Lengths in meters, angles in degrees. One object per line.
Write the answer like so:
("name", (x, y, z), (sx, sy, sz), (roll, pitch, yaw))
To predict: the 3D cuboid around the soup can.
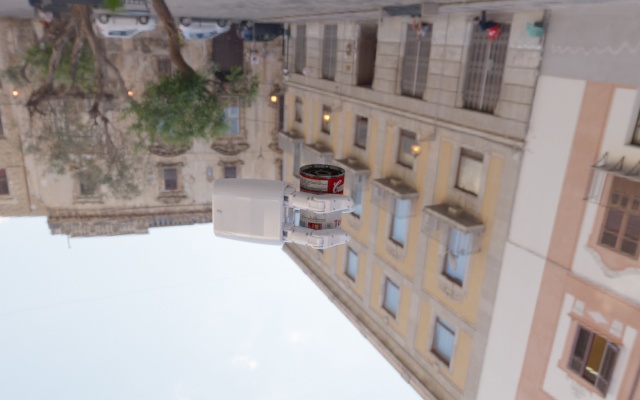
("soup can", (0.001, 0.003, 0.722), (0.068, 0.102, 0.068), (3, 19, -1))
